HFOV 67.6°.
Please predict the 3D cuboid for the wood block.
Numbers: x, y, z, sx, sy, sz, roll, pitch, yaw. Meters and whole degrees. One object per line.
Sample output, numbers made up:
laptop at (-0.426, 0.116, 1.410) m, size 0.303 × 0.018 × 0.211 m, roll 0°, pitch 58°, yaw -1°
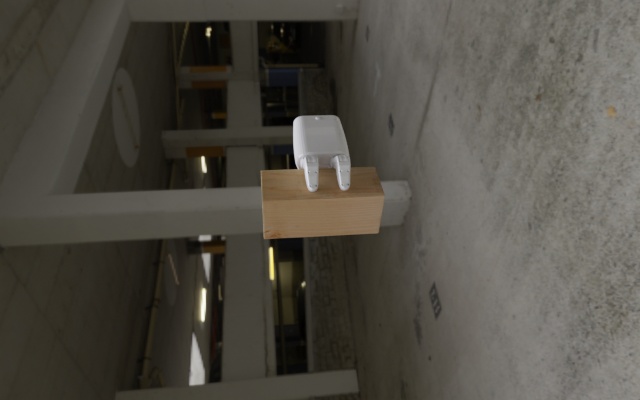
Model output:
wood block at (0.000, 0.003, 0.850) m, size 0.206 × 0.091 × 0.090 m, roll -3°, pitch 40°, yaw -7°
